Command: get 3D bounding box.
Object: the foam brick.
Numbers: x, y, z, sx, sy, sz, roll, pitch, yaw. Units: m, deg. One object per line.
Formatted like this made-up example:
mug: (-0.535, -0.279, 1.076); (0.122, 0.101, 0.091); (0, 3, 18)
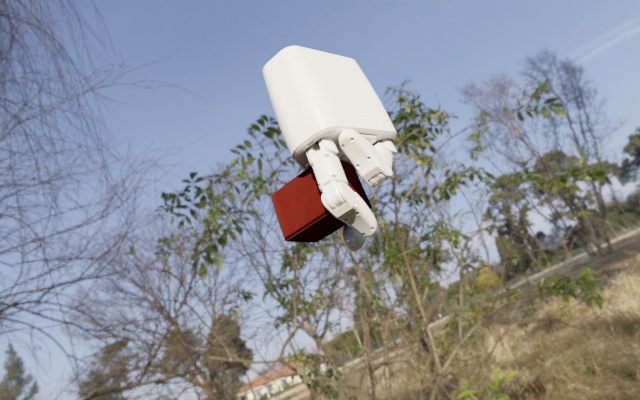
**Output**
foam brick: (0.000, 0.002, 0.471); (0.078, 0.051, 0.053); (-34, -24, 26)
